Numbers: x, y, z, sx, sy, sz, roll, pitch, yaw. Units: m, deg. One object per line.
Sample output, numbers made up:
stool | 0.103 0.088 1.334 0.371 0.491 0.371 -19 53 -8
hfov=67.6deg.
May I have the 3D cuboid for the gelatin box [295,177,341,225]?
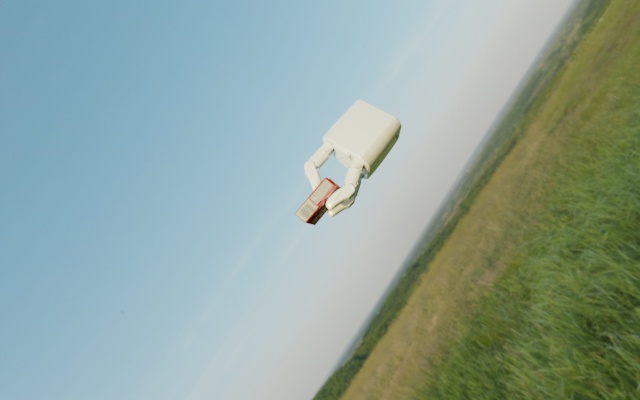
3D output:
gelatin box | 0.000 0.003 0.877 0.030 0.089 0.073 41 3 13
